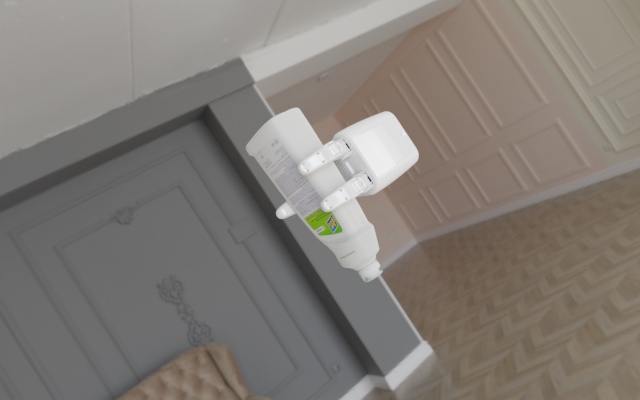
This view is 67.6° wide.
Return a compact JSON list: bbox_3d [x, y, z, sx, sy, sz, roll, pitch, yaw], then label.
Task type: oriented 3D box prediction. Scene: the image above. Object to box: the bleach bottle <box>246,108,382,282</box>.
[{"bbox_3d":[0.000,0.002,0.661,0.068,0.251,0.102,-32,-1,-37],"label":"bleach bottle"}]
